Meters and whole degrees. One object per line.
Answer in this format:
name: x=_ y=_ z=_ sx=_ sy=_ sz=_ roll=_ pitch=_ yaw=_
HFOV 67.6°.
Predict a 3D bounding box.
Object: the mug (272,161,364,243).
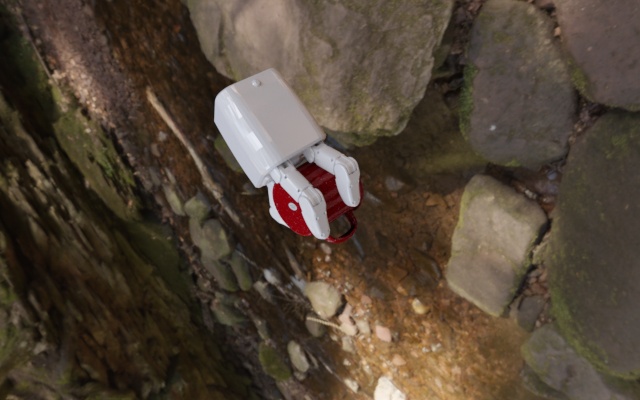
mug: x=0.001 y=0.003 z=0.604 sx=0.081 sy=0.117 sz=0.093 roll=-34 pitch=0 yaw=-33
